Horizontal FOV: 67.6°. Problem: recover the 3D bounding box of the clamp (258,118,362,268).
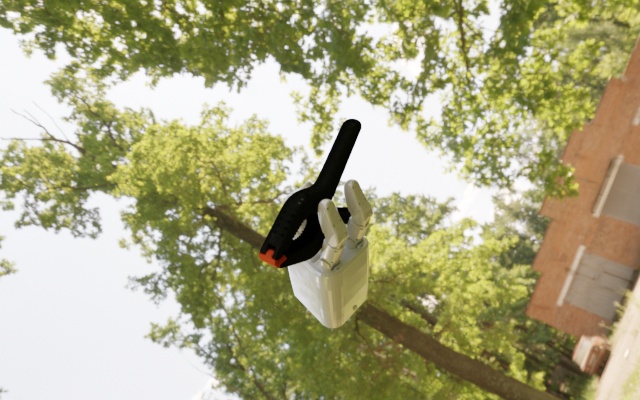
[{"bbox_3d":[-0.001,0.002,0.602,0.036,0.165,0.210,18,40,34],"label":"clamp"}]
